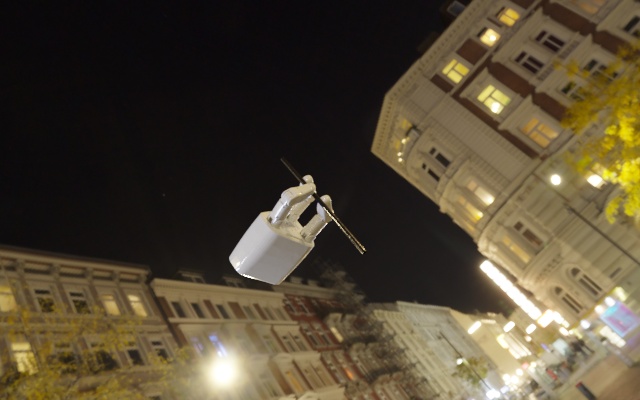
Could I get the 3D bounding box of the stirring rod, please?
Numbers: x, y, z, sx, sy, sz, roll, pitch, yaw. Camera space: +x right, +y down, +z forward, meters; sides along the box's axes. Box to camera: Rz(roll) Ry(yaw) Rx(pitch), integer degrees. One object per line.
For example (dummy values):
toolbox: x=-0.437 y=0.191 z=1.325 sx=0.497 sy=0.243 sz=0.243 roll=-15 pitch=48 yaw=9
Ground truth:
stirring rod: x=0.000 y=0.003 z=0.802 sx=0.011 sy=0.011 sz=0.239 roll=0 pitch=41 yaw=-49
